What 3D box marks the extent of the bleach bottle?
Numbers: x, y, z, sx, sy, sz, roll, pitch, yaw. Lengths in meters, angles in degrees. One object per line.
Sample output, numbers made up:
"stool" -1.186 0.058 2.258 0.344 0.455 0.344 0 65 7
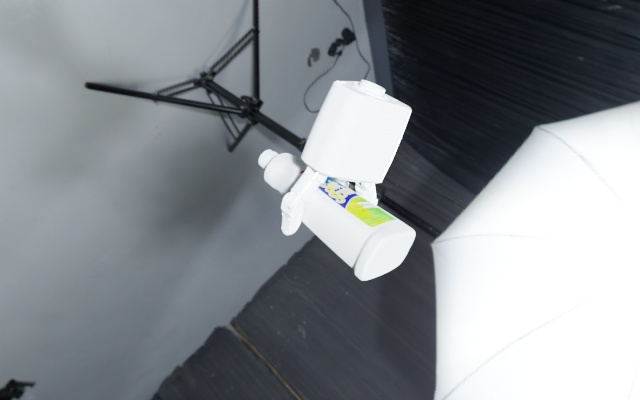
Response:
"bleach bottle" 0.000 0.002 0.641 0.250 0.068 0.102 37 27 30
